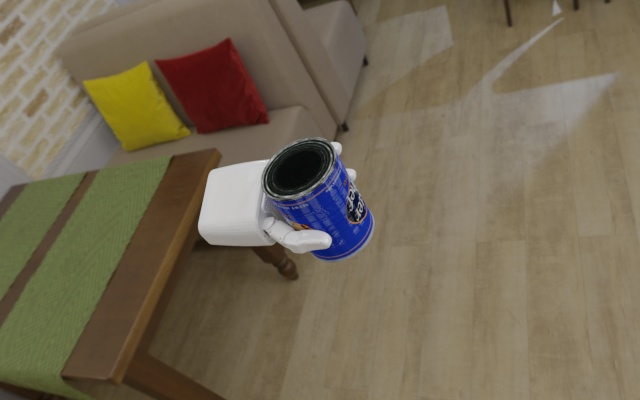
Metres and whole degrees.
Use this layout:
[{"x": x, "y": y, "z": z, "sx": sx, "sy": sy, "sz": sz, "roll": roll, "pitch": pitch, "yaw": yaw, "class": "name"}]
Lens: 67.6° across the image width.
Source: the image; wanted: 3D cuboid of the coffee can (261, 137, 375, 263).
[{"x": 0.000, "y": 0.002, "z": 0.628, "sx": 0.103, "sy": 0.102, "sz": 0.140, "roll": 0, "pitch": -38, "yaw": 31, "class": "coffee can"}]
